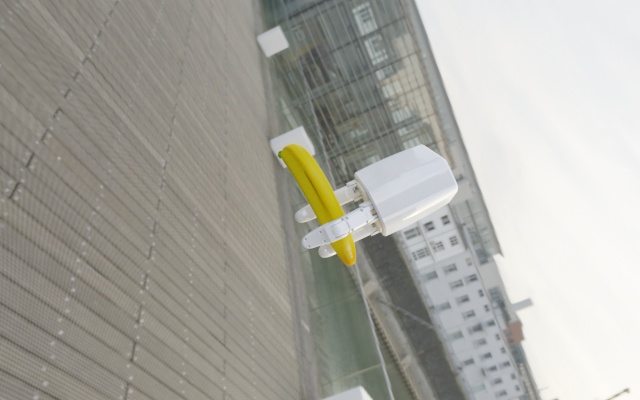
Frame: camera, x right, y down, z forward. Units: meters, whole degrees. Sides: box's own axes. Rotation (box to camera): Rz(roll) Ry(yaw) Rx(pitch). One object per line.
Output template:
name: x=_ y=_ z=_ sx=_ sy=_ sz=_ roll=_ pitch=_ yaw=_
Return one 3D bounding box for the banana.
banana: x=-0.003 y=-0.007 z=0.633 sx=0.037 sy=0.197 sz=0.070 roll=-28 pitch=-20 yaw=-6
